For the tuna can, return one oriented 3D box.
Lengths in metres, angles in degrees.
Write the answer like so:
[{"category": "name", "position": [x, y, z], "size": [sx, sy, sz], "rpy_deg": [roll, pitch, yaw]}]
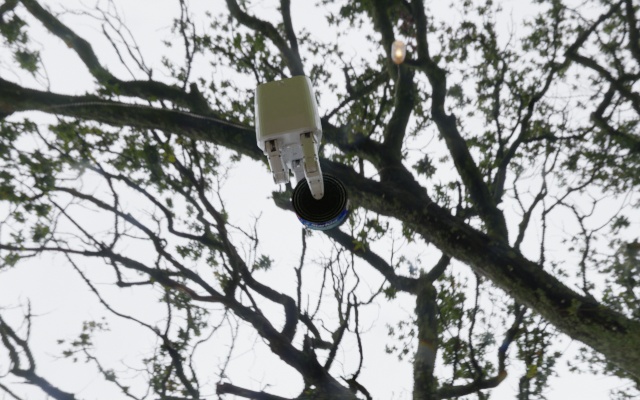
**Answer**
[{"category": "tuna can", "position": [0.000, 0.003, 0.726], "size": [0.086, 0.086, 0.034], "rpy_deg": [0, -27, 7]}]
